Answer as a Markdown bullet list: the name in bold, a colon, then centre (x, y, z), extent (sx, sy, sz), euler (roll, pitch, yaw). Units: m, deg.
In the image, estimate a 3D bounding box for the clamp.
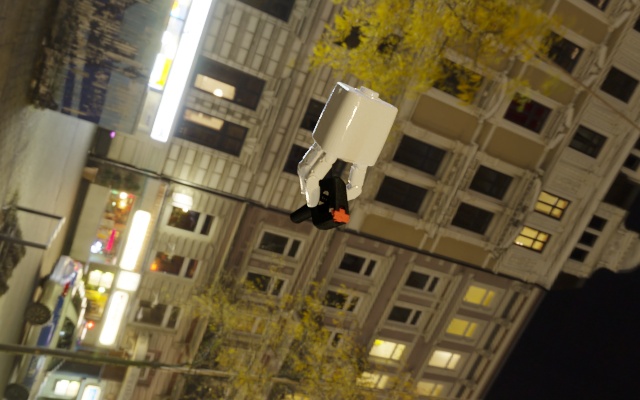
- **clamp**: centre (0.001, 0.003, 0.846), extent (0.036, 0.164, 0.210), euler (18, 19, -22)
